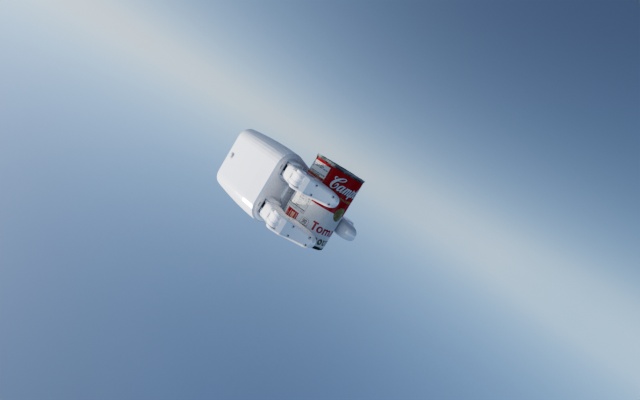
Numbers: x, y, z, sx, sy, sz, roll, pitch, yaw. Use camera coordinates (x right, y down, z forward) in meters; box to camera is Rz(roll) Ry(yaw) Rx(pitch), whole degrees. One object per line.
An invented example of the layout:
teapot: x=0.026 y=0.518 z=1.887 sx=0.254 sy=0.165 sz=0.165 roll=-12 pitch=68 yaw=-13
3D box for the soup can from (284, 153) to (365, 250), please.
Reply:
soup can: x=0.000 y=0.002 z=0.594 sx=0.068 sy=0.102 sz=0.068 roll=31 pitch=6 yaw=-3
